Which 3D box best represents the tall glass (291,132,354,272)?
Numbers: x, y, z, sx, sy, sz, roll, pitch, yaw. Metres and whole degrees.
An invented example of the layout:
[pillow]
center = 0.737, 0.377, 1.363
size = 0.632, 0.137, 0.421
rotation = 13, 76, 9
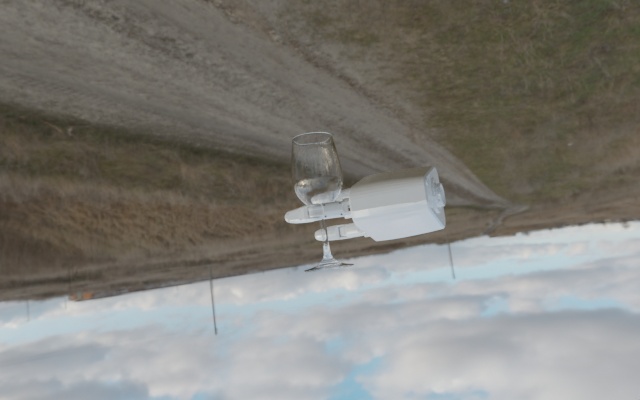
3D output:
[tall glass]
center = 0.000, 0.003, 0.714
size = 0.079, 0.201, 0.079
rotation = -8, -7, -1
